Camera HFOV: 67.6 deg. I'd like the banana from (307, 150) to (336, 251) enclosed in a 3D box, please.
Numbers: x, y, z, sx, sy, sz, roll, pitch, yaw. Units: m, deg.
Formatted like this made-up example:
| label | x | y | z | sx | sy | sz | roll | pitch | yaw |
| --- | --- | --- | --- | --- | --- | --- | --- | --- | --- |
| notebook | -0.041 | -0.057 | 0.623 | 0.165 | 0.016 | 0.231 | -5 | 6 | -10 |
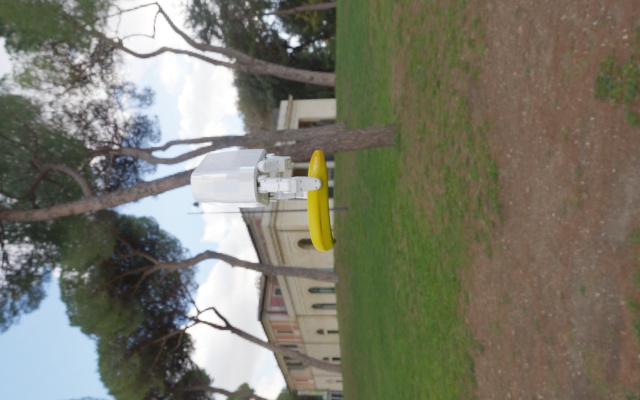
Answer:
| label | x | y | z | sx | sy | sz | roll | pitch | yaw |
| --- | --- | --- | --- | --- | --- | --- | --- | --- | --- |
| banana | -0.001 | 0.016 | 0.787 | 0.037 | 0.198 | 0.069 | -2 | 36 | 7 |
